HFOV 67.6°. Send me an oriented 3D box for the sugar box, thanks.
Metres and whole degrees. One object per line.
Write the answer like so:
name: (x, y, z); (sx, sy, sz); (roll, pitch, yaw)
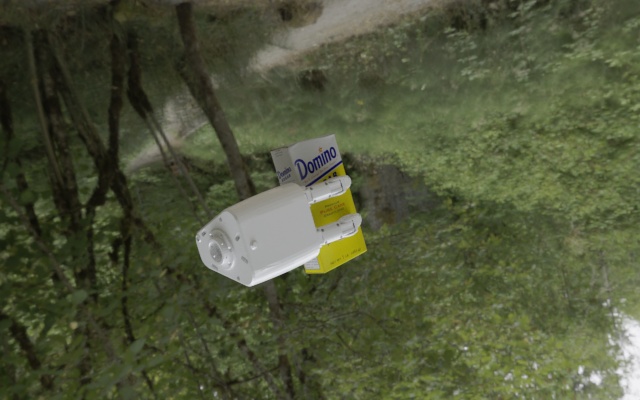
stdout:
sugar box: (0.000, 0.002, 0.662); (0.093, 0.176, 0.048); (-22, 10, -42)
